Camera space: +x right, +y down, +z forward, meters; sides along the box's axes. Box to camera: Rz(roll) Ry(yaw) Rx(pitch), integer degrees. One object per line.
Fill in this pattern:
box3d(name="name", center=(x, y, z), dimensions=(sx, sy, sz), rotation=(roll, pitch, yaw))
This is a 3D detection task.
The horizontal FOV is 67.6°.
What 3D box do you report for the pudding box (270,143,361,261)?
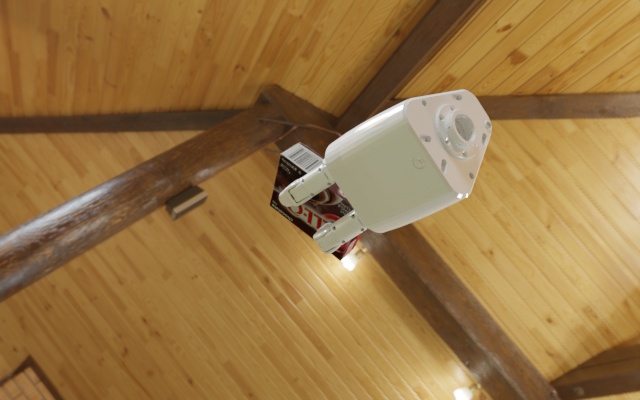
box3d(name="pudding box", center=(0.000, 0.002, 0.533), dimensions=(0.113, 0.090, 0.039), rotation=(39, 51, 17))
